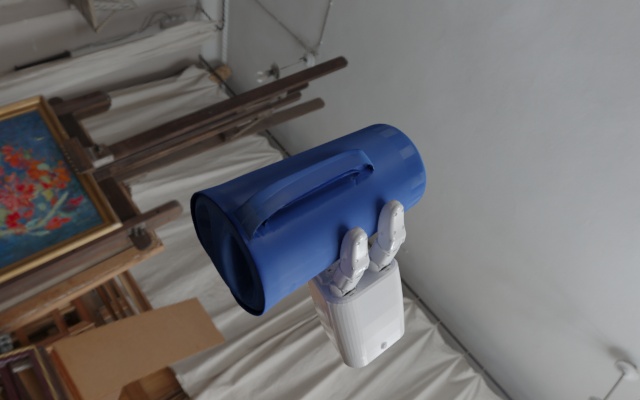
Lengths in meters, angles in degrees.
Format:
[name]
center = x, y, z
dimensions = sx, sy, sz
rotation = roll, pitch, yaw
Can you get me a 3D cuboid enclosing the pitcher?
[pitcher]
center = 0.000, 0.002, 0.503
dimensions = 0.243, 0.145, 0.149
rotation = -29, 30, -29
